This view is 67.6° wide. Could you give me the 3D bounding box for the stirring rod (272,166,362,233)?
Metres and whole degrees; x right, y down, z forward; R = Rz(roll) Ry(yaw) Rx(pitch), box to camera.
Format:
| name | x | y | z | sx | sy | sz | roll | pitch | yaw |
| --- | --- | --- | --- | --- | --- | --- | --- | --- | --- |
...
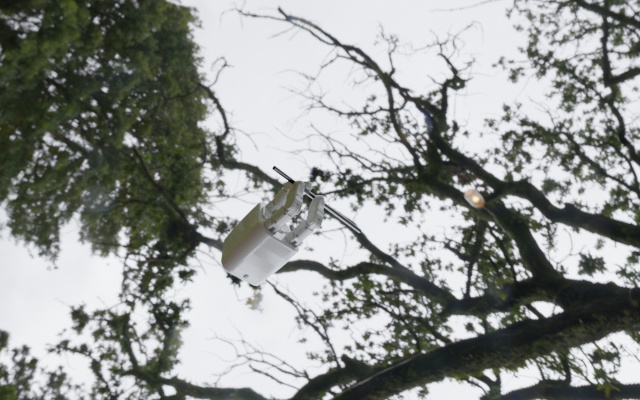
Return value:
| name | x | y | z | sx | sy | sz | roll | pitch | yaw |
| --- | --- | --- | --- | --- | --- | --- | --- | --- | --- |
| stirring rod | 0.000 | 0.003 | 0.855 | 0.011 | 0.011 | 0.240 | 0 | -28 | 46 |
